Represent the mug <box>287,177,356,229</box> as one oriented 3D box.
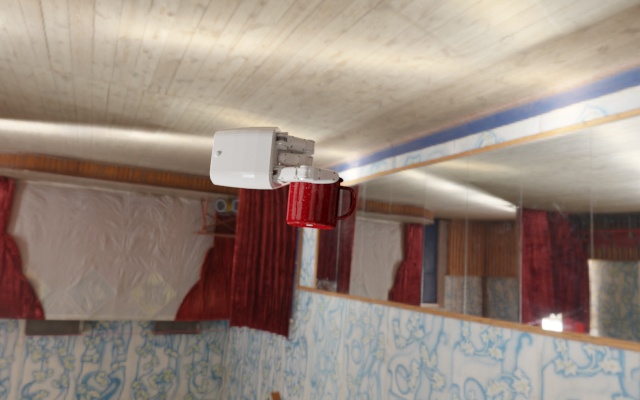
[{"bbox_3d":[0.002,0.003,0.770,0.117,0.081,0.093,3,-8,16],"label":"mug"}]
